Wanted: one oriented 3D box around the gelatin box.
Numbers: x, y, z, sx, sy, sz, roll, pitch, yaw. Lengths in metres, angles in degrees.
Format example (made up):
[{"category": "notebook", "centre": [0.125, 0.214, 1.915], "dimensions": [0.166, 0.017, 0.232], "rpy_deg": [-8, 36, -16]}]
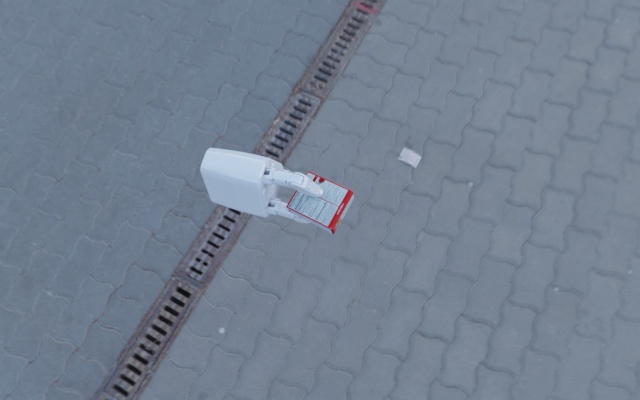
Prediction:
[{"category": "gelatin box", "centre": [0.000, 0.003, 0.780], "dimensions": [0.089, 0.073, 0.030], "rpy_deg": [25, -15, 20]}]
